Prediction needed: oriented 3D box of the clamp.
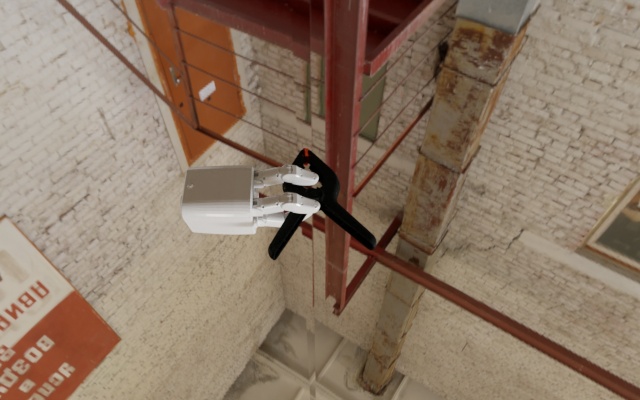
[{"bbox_3d":[0.000,0.003,0.768,0.164,0.209,0.036,2,-37,-6],"label":"clamp"}]
